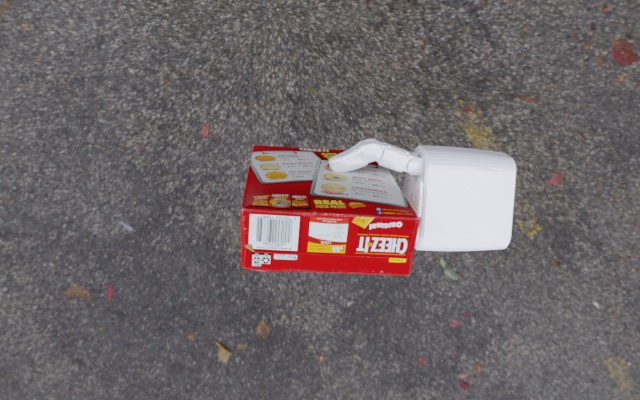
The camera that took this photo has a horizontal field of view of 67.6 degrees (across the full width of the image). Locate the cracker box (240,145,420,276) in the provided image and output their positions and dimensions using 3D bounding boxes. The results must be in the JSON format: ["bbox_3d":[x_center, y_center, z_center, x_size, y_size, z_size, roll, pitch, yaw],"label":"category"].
[{"bbox_3d":[0.000,0.002,0.532,0.164,0.072,0.213,3,21,-6],"label":"cracker box"}]
